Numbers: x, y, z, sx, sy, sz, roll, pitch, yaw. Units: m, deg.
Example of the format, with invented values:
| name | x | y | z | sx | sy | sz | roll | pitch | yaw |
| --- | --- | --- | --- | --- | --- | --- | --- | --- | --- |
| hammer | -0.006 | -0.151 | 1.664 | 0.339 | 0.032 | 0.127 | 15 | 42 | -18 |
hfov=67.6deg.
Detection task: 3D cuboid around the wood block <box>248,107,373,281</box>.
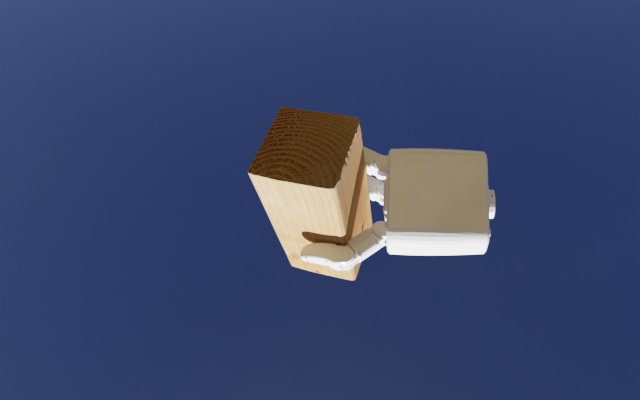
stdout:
| name | x | y | z | sx | sy | sz | roll | pitch | yaw |
| --- | --- | --- | --- | --- | --- | --- | --- | --- | --- |
| wood block | 0.000 | 0.002 | 0.546 | 0.090 | 0.090 | 0.206 | 11 | -30 | 17 |
